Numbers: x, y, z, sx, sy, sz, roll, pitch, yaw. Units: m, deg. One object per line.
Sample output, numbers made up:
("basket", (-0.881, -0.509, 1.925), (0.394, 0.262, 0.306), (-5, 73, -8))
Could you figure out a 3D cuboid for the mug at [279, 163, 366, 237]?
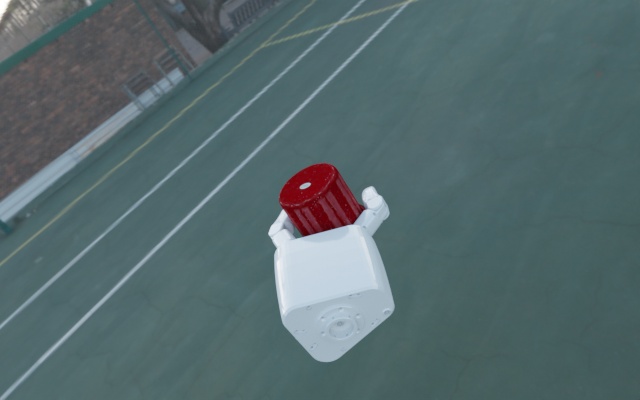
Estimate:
("mug", (0.000, 0.001, 0.605), (0.093, 0.081, 0.117), (-29, 31, 8))
